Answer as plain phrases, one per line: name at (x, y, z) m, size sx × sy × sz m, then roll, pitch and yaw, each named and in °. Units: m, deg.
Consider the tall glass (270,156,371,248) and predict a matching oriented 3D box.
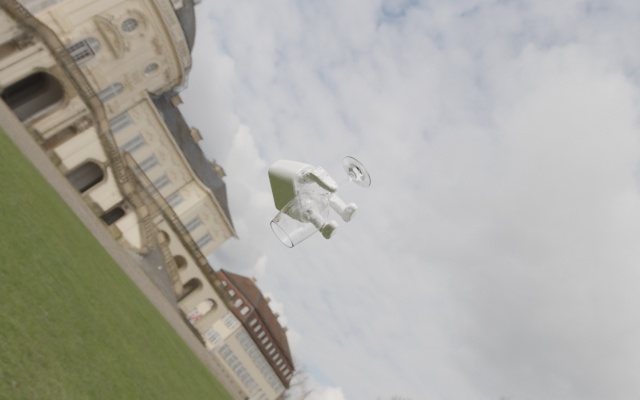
tall glass at (0.001, 0.003, 0.896) m, size 0.201 × 0.079 × 0.079 m, roll -40°, pitch 18°, yaw -22°
